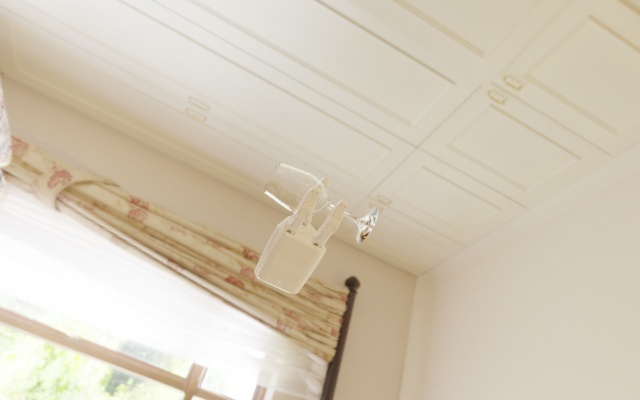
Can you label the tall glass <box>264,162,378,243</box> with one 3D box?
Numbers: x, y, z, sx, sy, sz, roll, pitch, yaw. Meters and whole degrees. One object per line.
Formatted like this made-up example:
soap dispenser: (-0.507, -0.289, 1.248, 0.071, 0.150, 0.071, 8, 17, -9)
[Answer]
tall glass: (0.001, 0.003, 0.868, 0.201, 0.079, 0.079, 27, -6, -12)
